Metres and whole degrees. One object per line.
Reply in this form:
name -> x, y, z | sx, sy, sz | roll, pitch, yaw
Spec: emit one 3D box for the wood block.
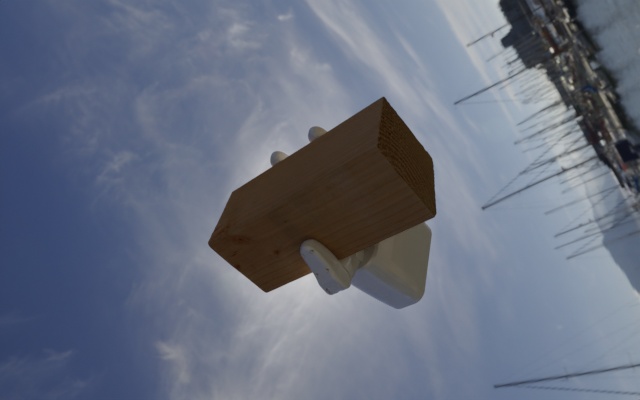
wood block -> 0.000, 0.002, 0.473 | 0.206, 0.090, 0.090 | -29, 29, 29
